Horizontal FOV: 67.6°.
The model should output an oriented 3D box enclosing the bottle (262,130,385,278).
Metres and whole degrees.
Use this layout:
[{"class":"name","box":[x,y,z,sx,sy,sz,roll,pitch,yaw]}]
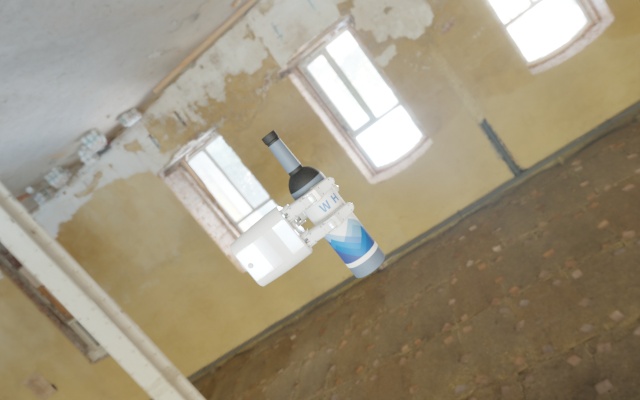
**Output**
[{"class":"bottle","box":[0.000,0.003,0.831,0.069,0.296,0.069,-37,10,7]}]
